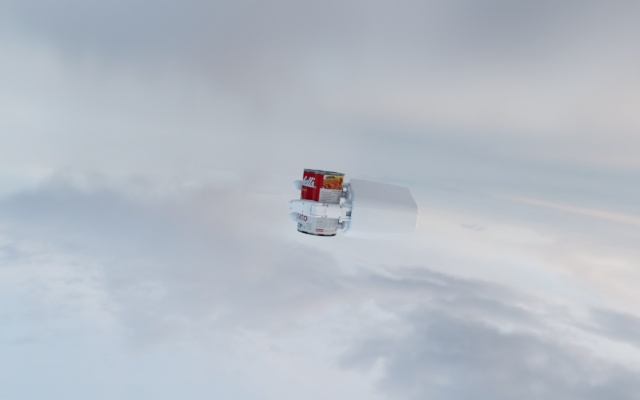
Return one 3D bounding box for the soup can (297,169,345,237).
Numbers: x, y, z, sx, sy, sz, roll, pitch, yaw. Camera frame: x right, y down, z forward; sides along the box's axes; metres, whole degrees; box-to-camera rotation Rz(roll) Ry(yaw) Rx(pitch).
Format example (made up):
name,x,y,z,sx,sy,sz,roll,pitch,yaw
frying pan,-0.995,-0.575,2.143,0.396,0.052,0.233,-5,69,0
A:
name,x,y,z,sx,sy,sz,roll,pitch,yaw
soup can,0.000,0.003,0.778,0.068,0.102,0.068,7,6,-1
